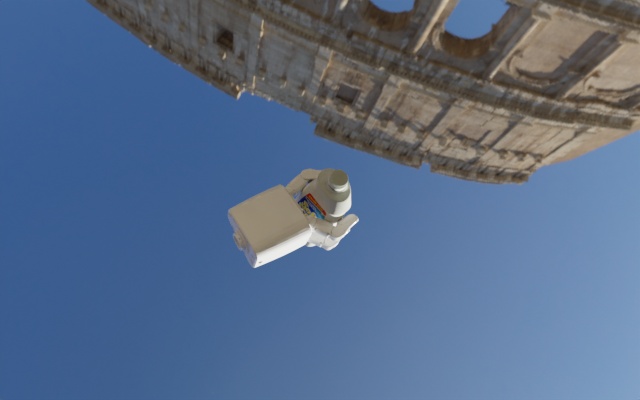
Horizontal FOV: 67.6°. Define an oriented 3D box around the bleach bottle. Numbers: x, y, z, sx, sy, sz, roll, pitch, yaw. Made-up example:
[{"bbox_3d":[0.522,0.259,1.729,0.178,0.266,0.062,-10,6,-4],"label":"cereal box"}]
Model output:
[{"bbox_3d":[0.000,0.003,0.862,0.068,0.102,0.251,-25,-14,-21],"label":"bleach bottle"}]
